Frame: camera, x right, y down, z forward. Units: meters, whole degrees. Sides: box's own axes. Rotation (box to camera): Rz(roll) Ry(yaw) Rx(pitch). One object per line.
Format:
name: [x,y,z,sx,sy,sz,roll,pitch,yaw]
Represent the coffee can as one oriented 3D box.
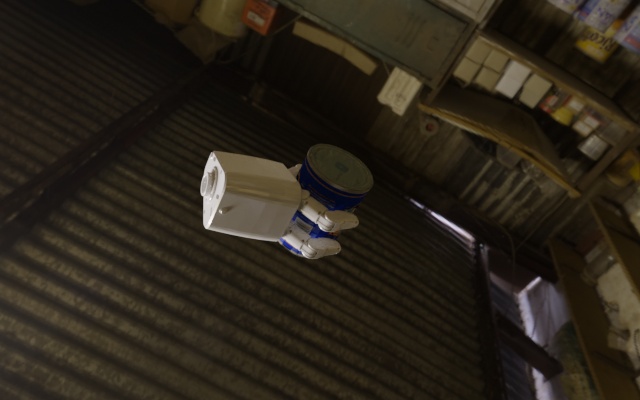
coffee can: [0.000,0.002,0.708,0.103,0.140,0.102,21,34,-15]
